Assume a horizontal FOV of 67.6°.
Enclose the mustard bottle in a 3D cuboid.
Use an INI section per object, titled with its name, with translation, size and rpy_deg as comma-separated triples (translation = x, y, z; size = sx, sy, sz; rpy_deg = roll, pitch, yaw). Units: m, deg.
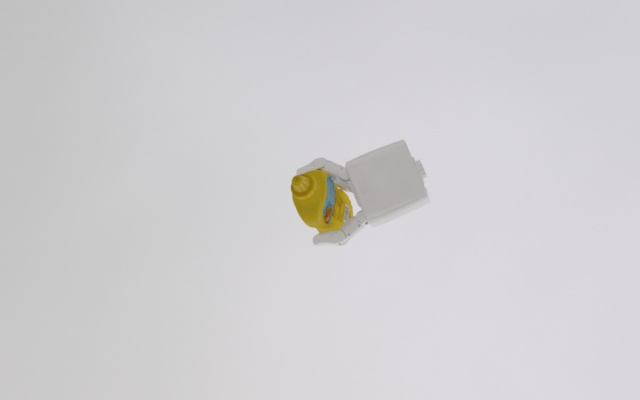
[mustard bottle]
translation = 0.000, 0.003, 0.802
size = 0.058, 0.096, 0.192
rpy_deg = 0, -20, 23
